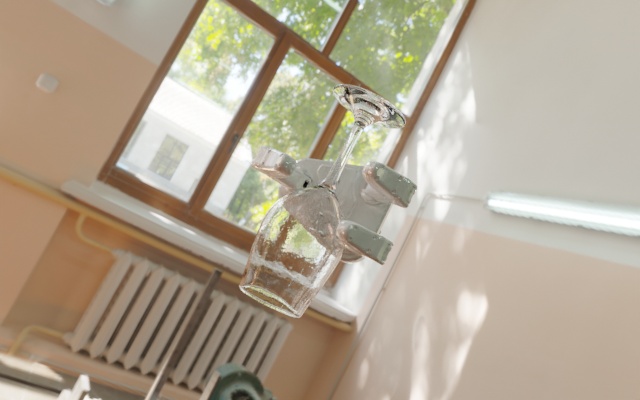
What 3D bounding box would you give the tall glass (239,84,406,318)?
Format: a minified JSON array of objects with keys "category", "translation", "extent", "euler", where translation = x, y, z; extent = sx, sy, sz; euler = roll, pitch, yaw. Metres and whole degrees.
[{"category":"tall glass","translation":[0.000,0.001,0.432],"extent":[0.079,0.201,0.079],"euler":[27,-6,3]}]
